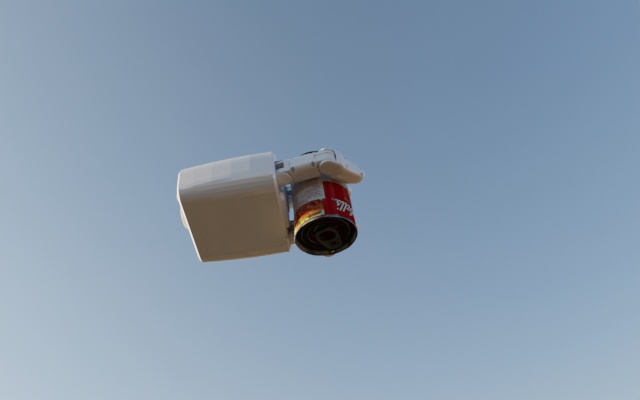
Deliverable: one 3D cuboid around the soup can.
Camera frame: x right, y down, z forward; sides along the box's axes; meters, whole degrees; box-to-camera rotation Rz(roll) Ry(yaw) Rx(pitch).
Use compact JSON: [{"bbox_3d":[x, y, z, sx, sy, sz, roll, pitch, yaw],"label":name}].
[{"bbox_3d":[0.001,0.001,0.539,0.068,0.102,0.069,-5,-42,-5],"label":"soup can"}]
